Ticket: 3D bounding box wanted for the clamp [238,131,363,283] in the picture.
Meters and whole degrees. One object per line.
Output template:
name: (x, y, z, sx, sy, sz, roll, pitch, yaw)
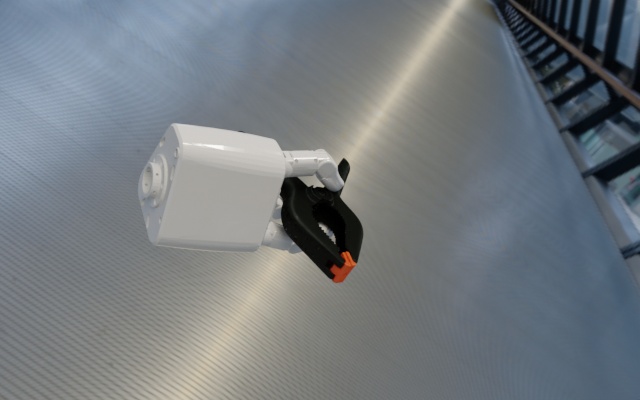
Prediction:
clamp: (0.000, 0.002, 0.537, 0.164, 0.036, 0.209, 5, 40, -37)
